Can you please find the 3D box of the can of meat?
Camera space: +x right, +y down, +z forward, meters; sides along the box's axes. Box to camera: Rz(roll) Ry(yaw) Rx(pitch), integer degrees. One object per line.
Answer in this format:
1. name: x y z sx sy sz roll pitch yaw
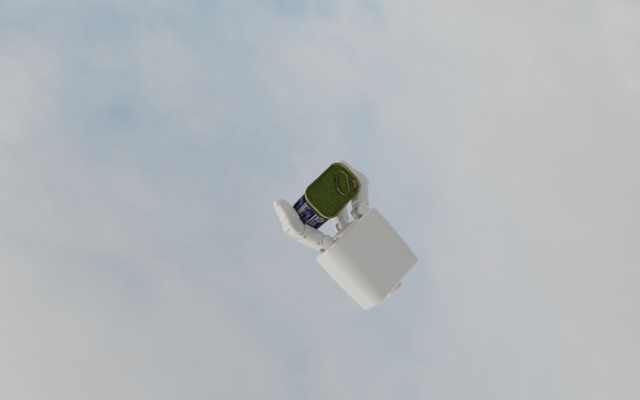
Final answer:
1. can of meat: 0.000 0.002 0.711 0.102 0.057 0.084 -46 1 -41
